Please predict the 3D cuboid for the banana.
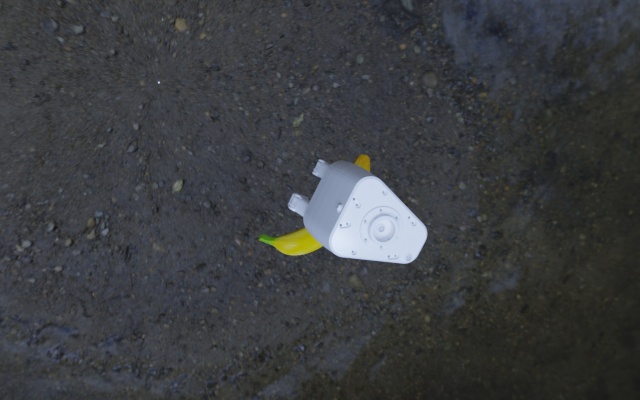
[{"bbox_3d":[0.009,0.019,0.686,0.198,0.070,0.037,-39,15,-3],"label":"banana"}]
